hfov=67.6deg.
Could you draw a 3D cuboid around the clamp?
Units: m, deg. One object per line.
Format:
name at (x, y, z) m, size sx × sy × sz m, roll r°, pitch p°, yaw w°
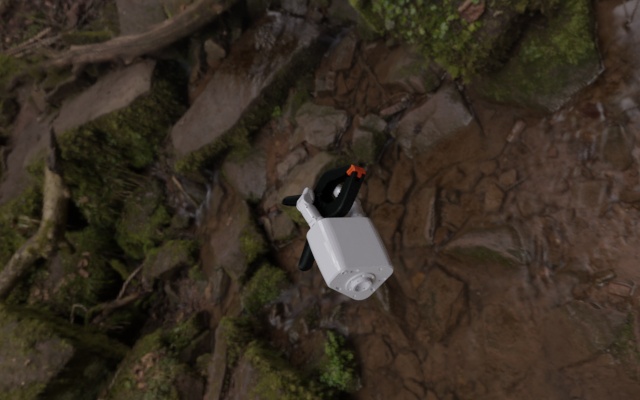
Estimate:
clamp at (0.000, 0.002, 0.860) m, size 0.036 × 0.164 × 0.210 m, roll 13°, pitch -53°, yaw -38°
